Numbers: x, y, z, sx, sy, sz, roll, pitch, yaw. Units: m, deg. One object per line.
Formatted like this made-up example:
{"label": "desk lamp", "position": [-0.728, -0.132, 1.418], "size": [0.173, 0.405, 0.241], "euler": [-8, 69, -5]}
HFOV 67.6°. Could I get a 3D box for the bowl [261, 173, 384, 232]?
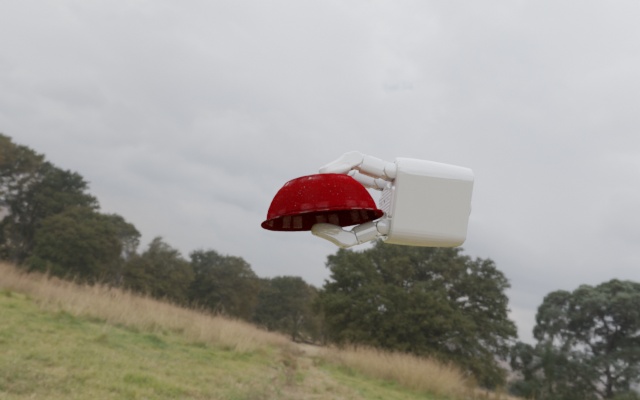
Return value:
{"label": "bowl", "position": [-0.001, 0.002, 0.627], "size": [0.162, 0.055, 0.162], "euler": [-6, -11, -1]}
